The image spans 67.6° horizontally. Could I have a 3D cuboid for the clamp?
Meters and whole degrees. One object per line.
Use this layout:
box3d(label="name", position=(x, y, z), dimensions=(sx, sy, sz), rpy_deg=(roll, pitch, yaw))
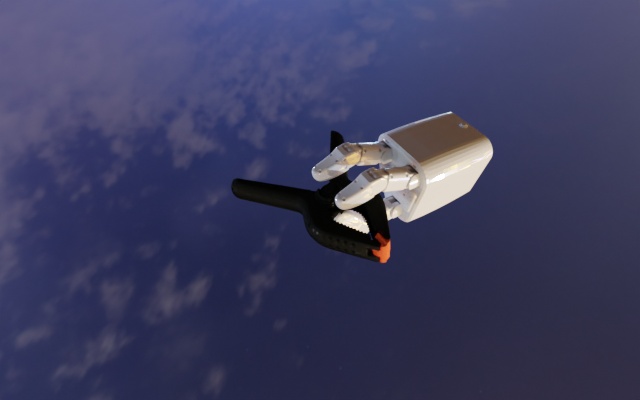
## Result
box3d(label="clamp", position=(0.001, 0.003, 0.557), dimensions=(0.164, 0.036, 0.210), rpy_deg=(-25, 47, -16))
